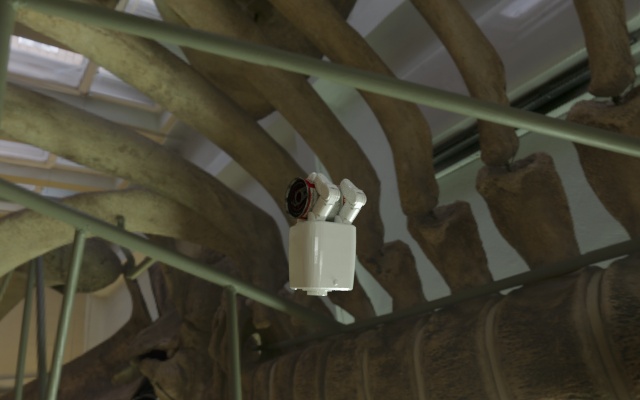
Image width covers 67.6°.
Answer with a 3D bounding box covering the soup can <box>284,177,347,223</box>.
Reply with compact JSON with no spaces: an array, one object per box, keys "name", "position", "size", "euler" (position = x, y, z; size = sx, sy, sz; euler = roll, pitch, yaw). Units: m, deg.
[{"name":"soup can","position":[0.000,0.002,0.803],"size":[0.102,0.068,0.068],"euler":[9,-6,-36]}]
